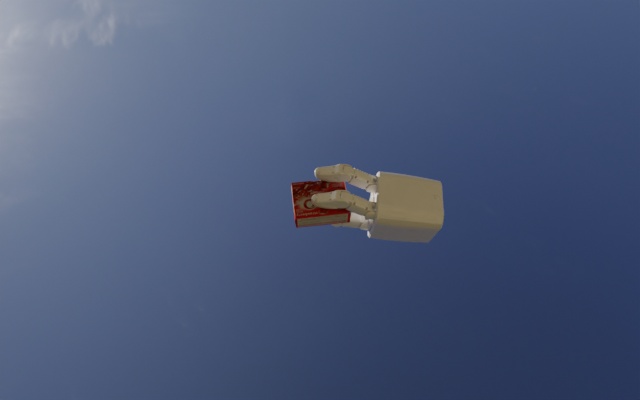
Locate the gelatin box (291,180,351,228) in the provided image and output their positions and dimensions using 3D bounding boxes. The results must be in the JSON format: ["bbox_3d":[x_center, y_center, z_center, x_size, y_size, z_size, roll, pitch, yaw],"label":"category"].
[{"bbox_3d":[0.000,0.003,0.769,0.089,0.073,0.030,-6,-36,-3],"label":"gelatin box"}]
